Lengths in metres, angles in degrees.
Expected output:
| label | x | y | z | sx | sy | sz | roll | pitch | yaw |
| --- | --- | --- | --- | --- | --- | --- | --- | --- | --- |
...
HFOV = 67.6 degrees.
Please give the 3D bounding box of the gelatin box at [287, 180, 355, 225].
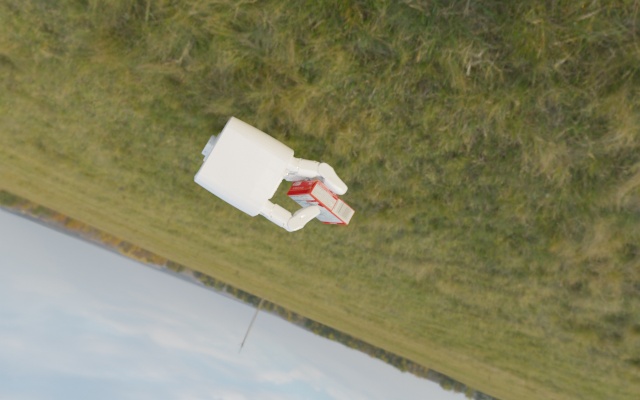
| label | x | y | z | sx | sy | sz | roll | pitch | yaw |
| --- | --- | --- | --- | --- | --- | --- | --- | --- | --- |
| gelatin box | 0.000 | 0.003 | 0.766 | 0.089 | 0.030 | 0.073 | 40 | -20 | -25 |
